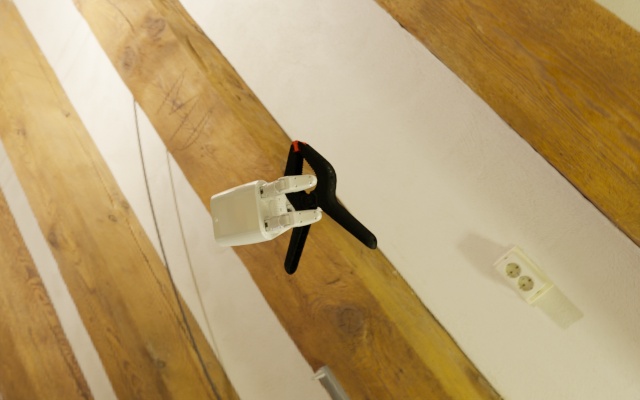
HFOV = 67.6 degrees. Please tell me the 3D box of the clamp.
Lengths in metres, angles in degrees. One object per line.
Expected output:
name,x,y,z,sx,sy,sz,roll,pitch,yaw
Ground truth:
clamp,0.000,0.002,0.751,0.164,0.210,0.036,-13,-9,27
